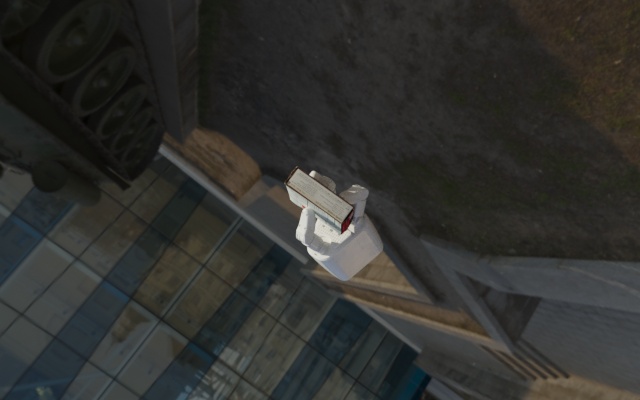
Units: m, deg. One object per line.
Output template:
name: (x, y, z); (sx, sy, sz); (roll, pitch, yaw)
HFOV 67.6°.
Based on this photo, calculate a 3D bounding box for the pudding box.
pudding box: (0.000, 0.003, 0.760); (0.113, 0.039, 0.090); (34, -12, 9)
